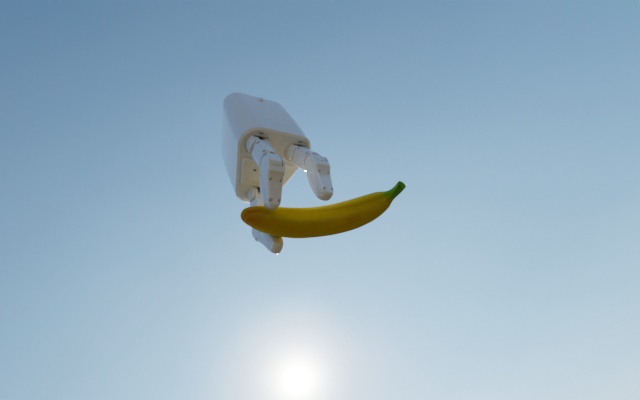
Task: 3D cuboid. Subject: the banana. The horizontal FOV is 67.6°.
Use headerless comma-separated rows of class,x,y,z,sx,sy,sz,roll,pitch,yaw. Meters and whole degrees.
banana,0.003,0.015,0.572,0.198,0.070,0.037,-12,44,-16
